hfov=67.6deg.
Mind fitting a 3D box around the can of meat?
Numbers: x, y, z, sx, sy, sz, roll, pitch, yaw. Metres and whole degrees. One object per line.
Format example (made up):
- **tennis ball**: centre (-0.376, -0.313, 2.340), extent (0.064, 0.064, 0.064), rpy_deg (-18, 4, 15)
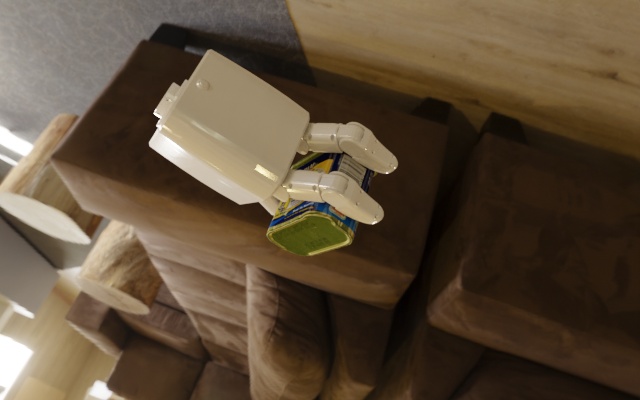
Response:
- **can of meat**: centre (0.000, 0.002, 0.462), extent (0.057, 0.084, 0.102), rpy_deg (35, -33, -23)
